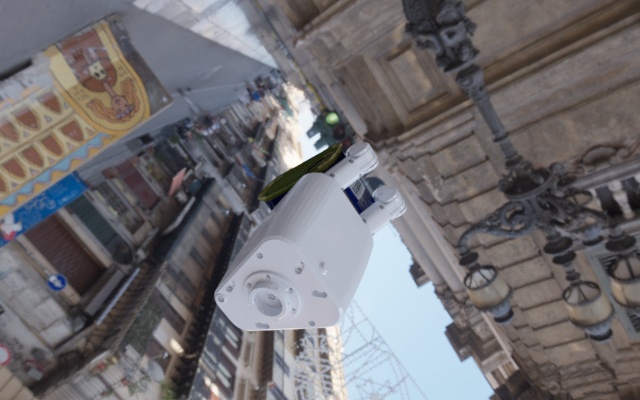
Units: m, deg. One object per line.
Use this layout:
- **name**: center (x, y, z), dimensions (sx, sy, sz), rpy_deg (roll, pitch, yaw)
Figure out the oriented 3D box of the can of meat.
- **can of meat**: center (0.000, 0.002, 0.505), dimensions (0.102, 0.084, 0.057), rpy_deg (-27, 17, 27)
